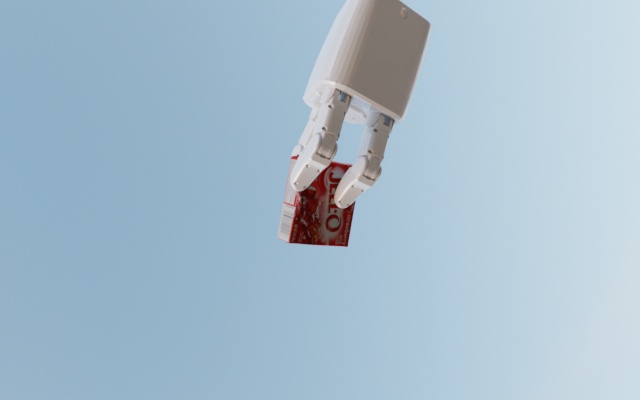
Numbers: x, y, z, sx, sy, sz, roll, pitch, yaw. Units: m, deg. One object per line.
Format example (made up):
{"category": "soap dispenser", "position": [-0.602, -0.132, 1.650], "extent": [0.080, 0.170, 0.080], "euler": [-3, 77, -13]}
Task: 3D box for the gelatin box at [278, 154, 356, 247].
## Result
{"category": "gelatin box", "position": [0.000, 0.002, 0.496], "extent": [0.073, 0.089, 0.030], "euler": [7, 6, -32]}
